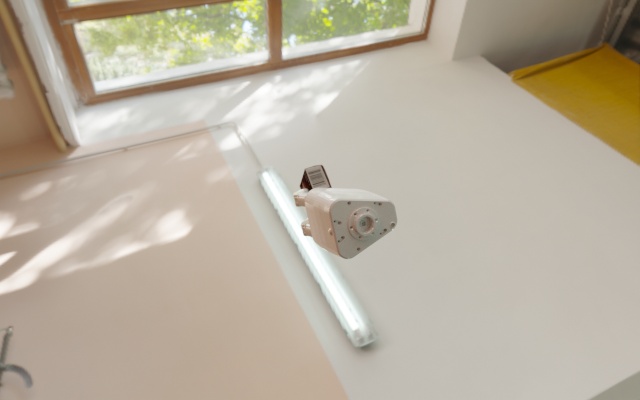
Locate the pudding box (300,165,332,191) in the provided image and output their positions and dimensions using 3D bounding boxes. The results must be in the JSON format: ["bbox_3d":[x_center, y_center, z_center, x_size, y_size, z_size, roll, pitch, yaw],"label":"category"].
[{"bbox_3d":[0.000,0.003,0.871,0.039,0.113,0.090,-16,-15,-14],"label":"pudding box"}]
